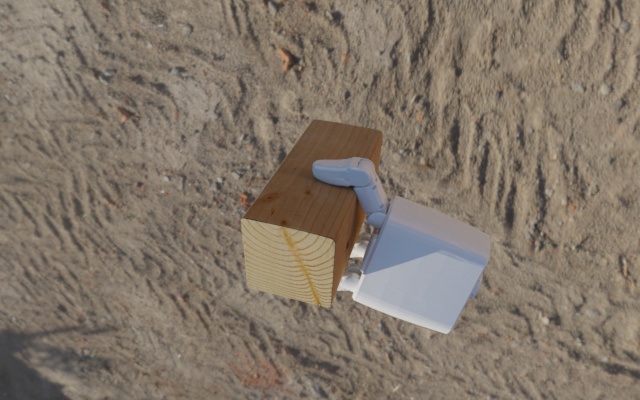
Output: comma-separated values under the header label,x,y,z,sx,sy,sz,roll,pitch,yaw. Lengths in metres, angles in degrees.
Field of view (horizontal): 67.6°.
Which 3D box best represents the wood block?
label,x,y,z,sx,sy,sz,roll,pitch,yaw
wood block,0.000,0.002,0.518,0.090,0.091,0.206,12,37,13
